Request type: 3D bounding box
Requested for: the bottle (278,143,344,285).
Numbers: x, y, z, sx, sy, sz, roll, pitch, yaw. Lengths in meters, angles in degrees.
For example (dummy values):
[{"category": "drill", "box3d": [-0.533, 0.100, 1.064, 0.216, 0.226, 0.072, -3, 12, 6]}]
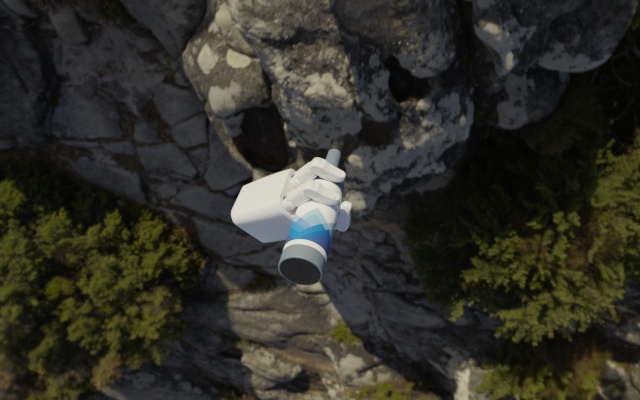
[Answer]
[{"category": "bottle", "box3d": [0.000, 0.003, 0.794, 0.069, 0.069, 0.295, 0, 43, 16]}]
